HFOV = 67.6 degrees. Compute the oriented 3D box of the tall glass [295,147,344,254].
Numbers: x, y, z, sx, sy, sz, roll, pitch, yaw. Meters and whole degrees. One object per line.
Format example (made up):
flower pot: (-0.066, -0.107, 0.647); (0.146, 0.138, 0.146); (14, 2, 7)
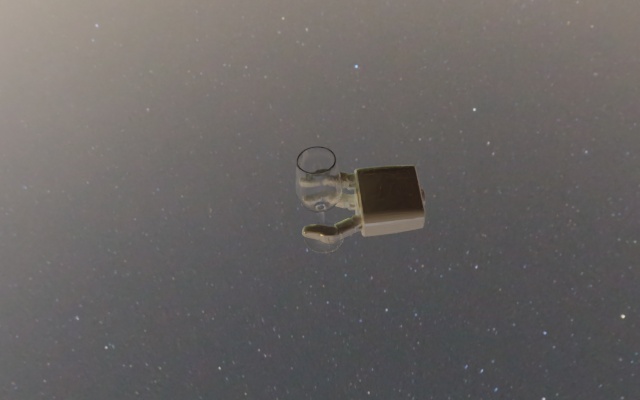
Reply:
tall glass: (0.000, 0.003, 0.812); (0.079, 0.079, 0.201); (0, -41, 6)
